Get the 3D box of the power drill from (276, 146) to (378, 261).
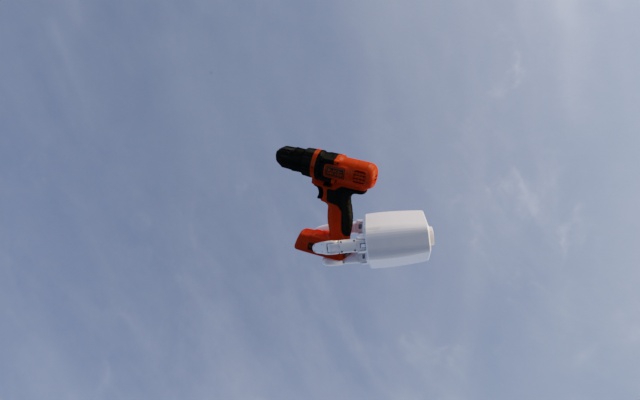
[{"bbox_3d":[0.000,0.003,0.843,0.184,0.188,0.057,15,24,19],"label":"power drill"}]
